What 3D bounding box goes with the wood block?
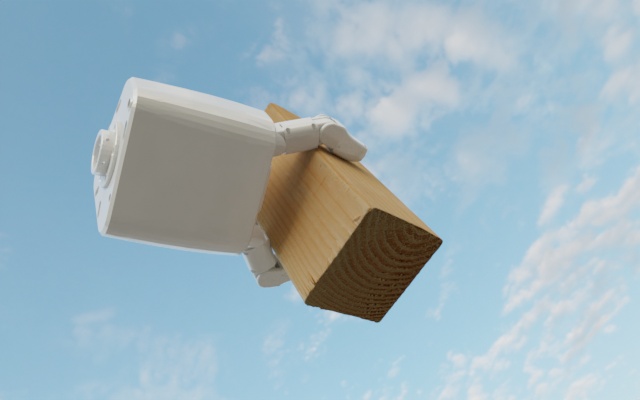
[{"bbox_3d":[0.000,0.001,0.436,0.090,0.091,0.206,24,17,-38],"label":"wood block"}]
